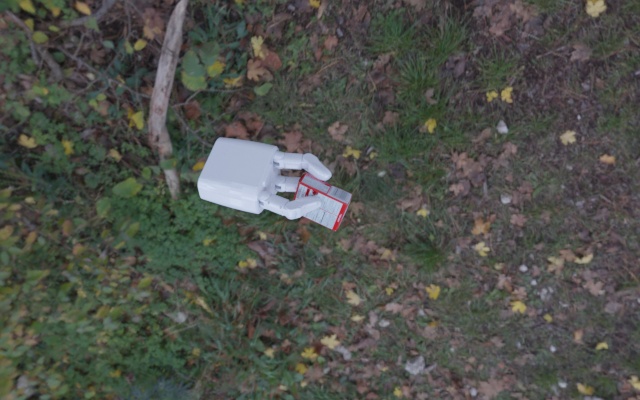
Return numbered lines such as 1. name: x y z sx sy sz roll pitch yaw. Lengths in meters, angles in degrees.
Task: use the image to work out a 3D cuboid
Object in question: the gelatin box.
1. gelatin box: 0.000 0.003 0.792 0.089 0.073 0.030 25 47 5
